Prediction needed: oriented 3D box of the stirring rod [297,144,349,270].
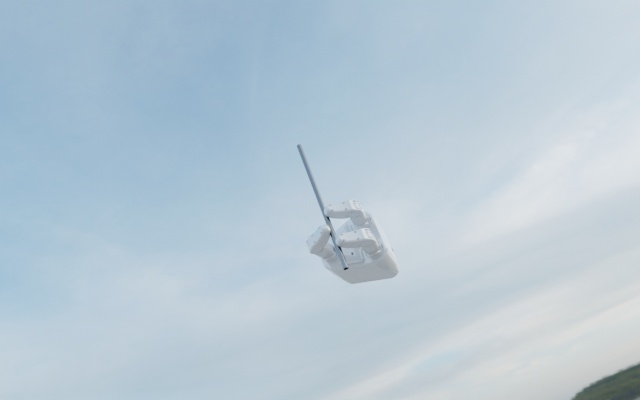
[{"bbox_3d":[0.000,0.003,0.750,0.011,0.239,0.011,-15,-32,-10],"label":"stirring rod"}]
